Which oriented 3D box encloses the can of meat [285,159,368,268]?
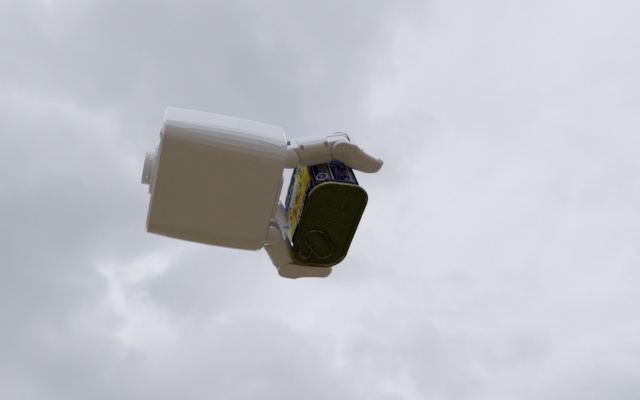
[{"bbox_3d":[0.000,0.001,0.480,0.057,0.102,0.084,6,35,-18],"label":"can of meat"}]
